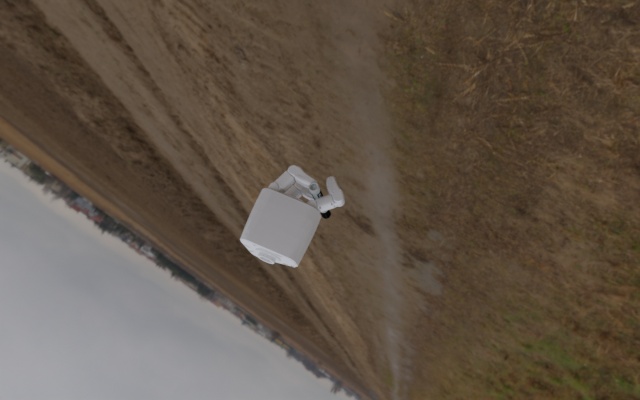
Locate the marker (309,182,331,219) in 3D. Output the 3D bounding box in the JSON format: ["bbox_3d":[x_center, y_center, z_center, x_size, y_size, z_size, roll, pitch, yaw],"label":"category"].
[{"bbox_3d":[0.000,0.003,0.893,0.020,0.020,0.121,0,-27,13],"label":"marker"}]
